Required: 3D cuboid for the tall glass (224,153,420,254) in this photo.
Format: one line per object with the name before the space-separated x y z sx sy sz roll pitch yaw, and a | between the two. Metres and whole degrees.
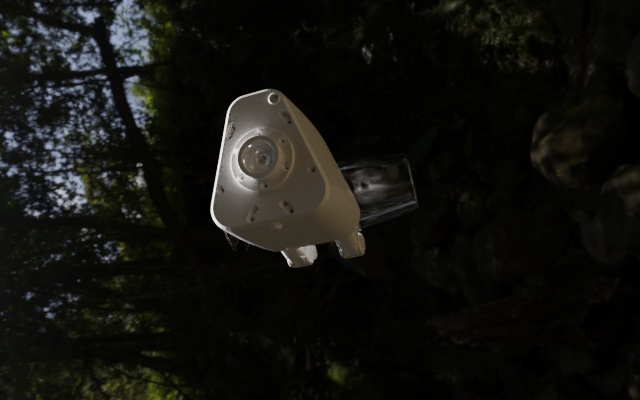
tall glass | -0.001 0.002 0.510 0.201 0.079 0.079 -12 -3 12
